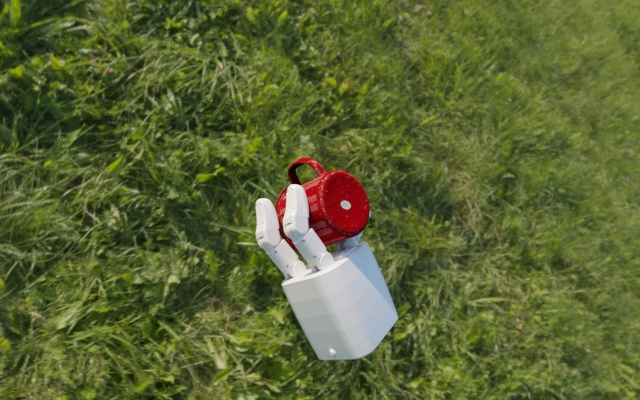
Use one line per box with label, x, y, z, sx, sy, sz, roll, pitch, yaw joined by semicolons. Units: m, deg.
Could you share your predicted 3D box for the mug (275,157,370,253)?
mug;0.000;0.000;0.578;0.093;0.117;0.081;-27;3;-43
